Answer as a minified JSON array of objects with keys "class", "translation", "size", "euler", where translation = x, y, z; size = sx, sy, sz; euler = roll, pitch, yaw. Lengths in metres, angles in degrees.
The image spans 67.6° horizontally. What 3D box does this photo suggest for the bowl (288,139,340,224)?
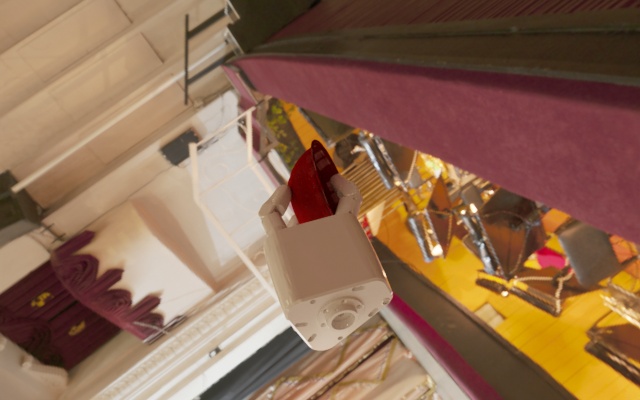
[{"class":"bowl","translation":[0.000,0.002,0.645],"size":[0.055,0.162,0.162],"euler":[-21,-5,13]}]
